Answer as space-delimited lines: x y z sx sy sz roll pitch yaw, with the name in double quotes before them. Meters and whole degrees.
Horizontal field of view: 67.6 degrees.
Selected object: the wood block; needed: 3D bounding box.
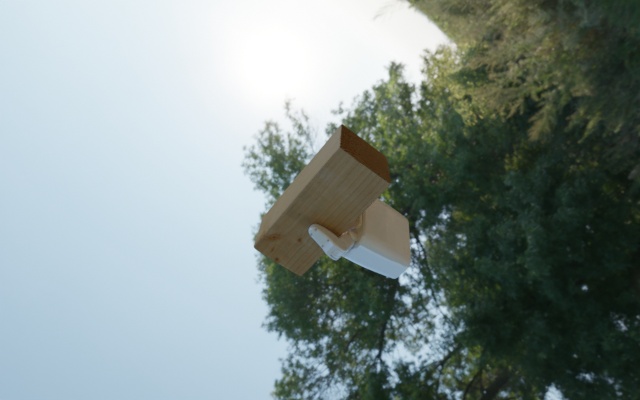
"wood block" 0.000 0.003 0.707 0.090 0.206 0.090 34 26 -16
